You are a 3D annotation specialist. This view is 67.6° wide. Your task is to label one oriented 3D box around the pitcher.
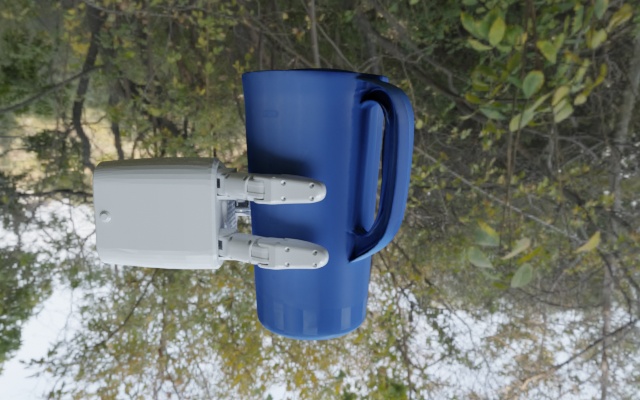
[{"bbox_3d":[0.000,0.001,0.446,0.145,0.243,0.149,1,10,0],"label":"pitcher"}]
